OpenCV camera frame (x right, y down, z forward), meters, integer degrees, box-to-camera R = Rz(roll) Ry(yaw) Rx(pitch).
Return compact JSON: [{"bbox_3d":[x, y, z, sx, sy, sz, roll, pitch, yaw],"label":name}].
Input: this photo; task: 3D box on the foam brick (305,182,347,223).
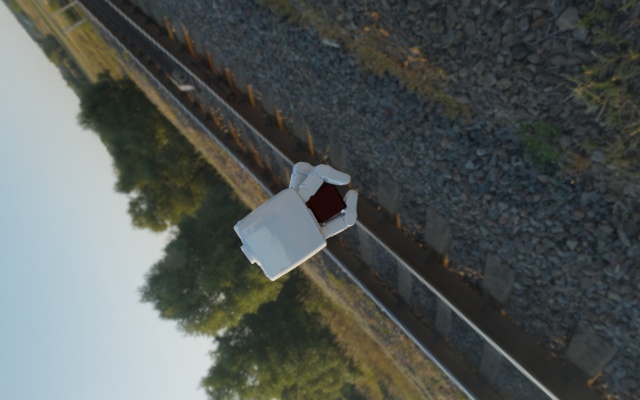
[{"bbox_3d":[0.000,0.003,0.798,0.051,0.053,0.078,-32,6,-14],"label":"foam brick"}]
